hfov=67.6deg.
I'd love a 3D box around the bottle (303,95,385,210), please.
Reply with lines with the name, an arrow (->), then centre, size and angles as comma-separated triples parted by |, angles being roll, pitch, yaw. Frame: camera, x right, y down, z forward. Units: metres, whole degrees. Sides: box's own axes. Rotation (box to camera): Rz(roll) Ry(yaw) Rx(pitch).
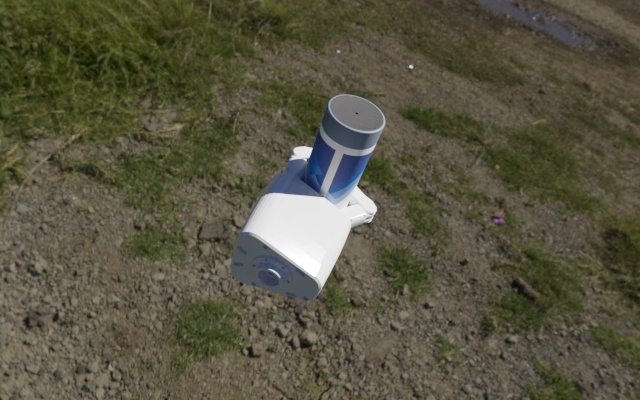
bottle -> 0.000, 0.002, 0.624 | 0.069, 0.069, 0.296 | 0, -42, -21
